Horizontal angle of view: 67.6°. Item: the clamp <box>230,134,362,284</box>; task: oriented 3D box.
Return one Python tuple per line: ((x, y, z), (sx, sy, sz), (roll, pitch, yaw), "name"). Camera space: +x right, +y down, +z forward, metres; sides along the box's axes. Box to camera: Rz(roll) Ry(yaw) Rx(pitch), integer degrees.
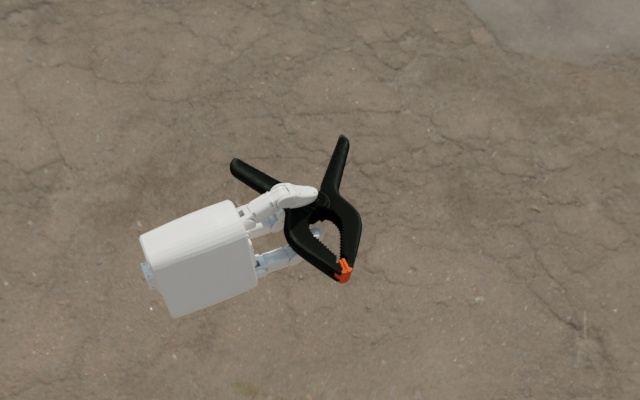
((0.000, 0.002, 0.591), (0.164, 0.210, 0.036), (-22, -31, -18), "clamp")
